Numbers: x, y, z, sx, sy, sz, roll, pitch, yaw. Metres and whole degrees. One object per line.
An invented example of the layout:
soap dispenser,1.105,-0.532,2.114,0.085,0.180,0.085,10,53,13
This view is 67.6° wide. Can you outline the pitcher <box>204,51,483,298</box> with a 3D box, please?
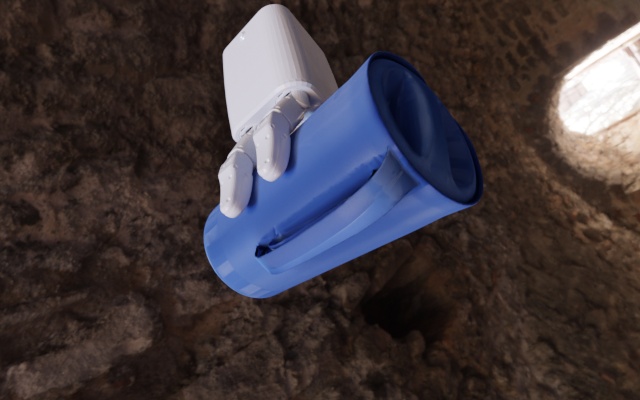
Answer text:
pitcher,0.000,0.001,0.411,0.149,0.145,0.243,13,-37,-43
